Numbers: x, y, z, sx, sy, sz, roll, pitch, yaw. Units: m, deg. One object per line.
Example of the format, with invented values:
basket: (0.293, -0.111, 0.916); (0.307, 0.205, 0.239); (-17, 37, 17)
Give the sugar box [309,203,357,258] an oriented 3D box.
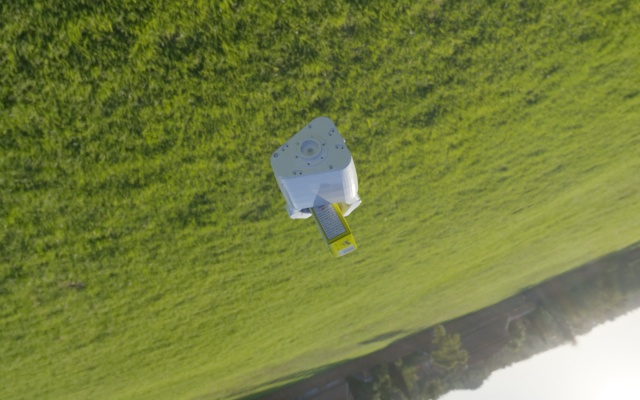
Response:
sugar box: (0.001, 0.002, 0.793); (0.048, 0.176, 0.093); (-25, -23, 0)
